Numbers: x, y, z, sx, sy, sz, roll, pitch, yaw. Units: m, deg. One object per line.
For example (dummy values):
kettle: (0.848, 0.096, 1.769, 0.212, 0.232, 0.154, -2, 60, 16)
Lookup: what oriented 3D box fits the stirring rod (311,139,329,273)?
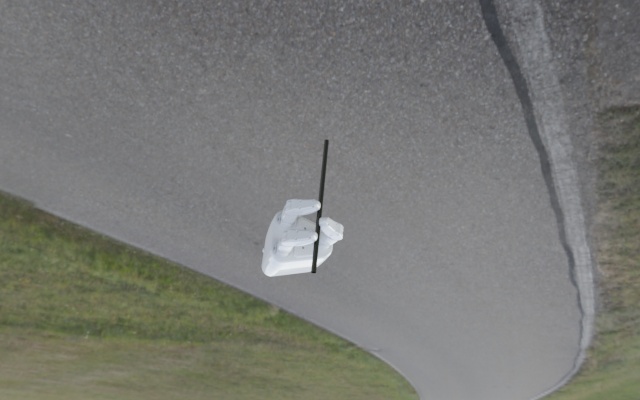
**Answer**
stirring rod: (0.000, 0.003, 0.780, 0.011, 0.239, 0.011, 5, -27, 2)
